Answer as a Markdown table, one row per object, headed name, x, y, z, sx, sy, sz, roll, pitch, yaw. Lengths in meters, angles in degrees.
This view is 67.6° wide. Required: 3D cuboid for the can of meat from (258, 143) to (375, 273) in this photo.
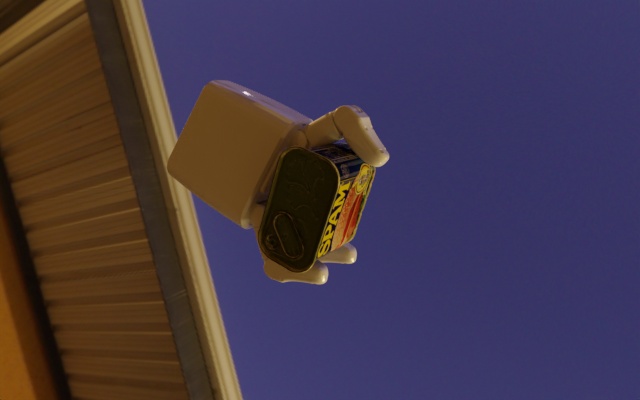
| name | x | y | z | sx | sy | sz | roll | pitch | yaw |
| --- | --- | --- | --- | --- | --- | --- | --- | --- | --- |
| can of meat | 0.000 | 0.001 | 0.416 | 0.057 | 0.102 | 0.084 | 26 | 22 | 22 |
